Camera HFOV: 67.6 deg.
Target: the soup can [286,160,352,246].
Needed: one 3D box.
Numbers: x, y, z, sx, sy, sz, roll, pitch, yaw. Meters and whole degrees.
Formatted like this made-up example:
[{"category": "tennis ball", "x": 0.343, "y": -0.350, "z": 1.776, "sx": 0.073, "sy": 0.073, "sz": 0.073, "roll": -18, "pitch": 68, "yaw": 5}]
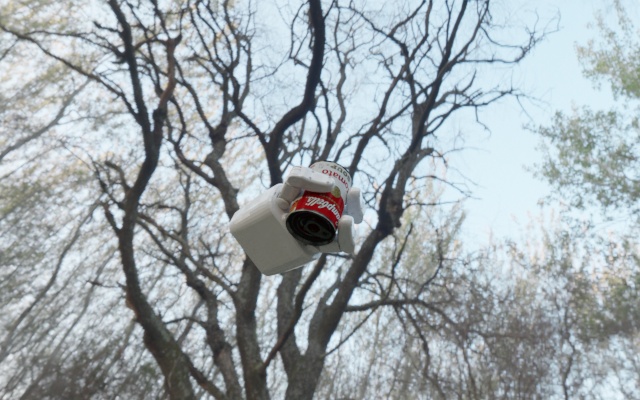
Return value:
[{"category": "soup can", "x": 0.000, "y": 0.002, "z": 0.651, "sx": 0.068, "sy": 0.069, "sz": 0.102, "roll": 0, "pitch": 44, "yaw": 21}]
